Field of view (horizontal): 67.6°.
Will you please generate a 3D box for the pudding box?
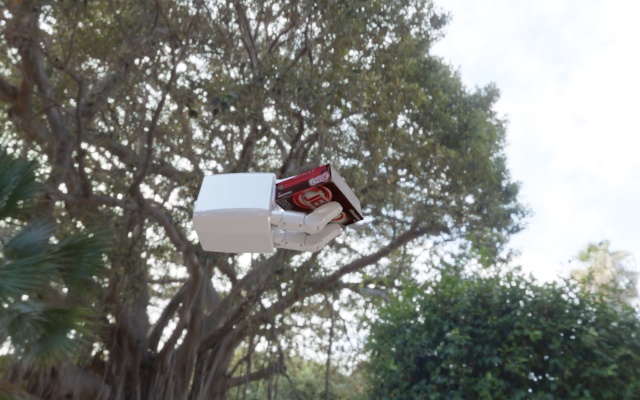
[{"bbox_3d":[0.000,0.002,0.695,0.090,0.039,0.113,-19,-37,21],"label":"pudding box"}]
